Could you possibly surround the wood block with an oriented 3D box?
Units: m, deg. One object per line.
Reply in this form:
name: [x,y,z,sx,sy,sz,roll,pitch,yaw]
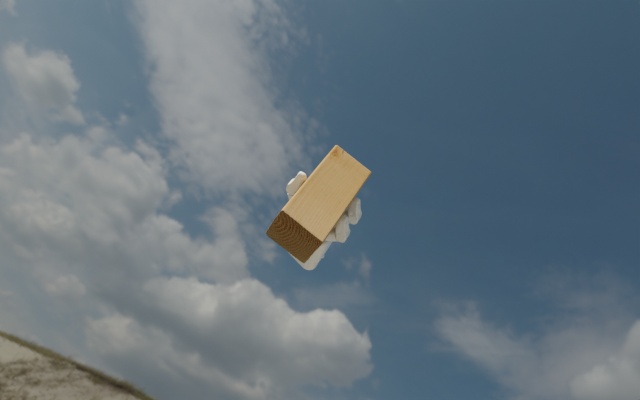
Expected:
wood block: [0.000,0.003,0.888,0.206,0.091,0.090,-53,1,-41]
